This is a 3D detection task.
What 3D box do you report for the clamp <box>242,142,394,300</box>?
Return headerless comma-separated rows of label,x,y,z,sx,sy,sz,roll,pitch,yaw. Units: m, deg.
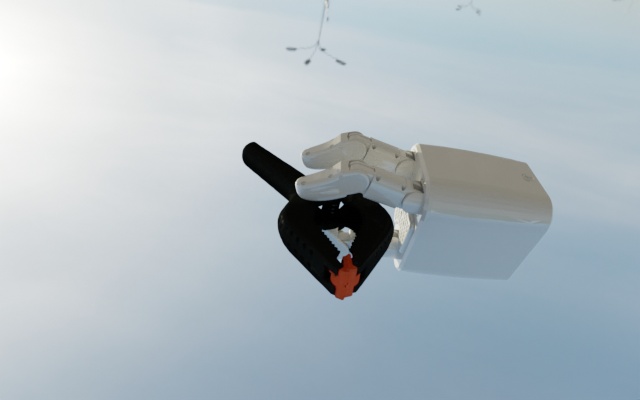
clamp,0.000,0.002,0.418,0.164,0.036,0.209,5,32,0
